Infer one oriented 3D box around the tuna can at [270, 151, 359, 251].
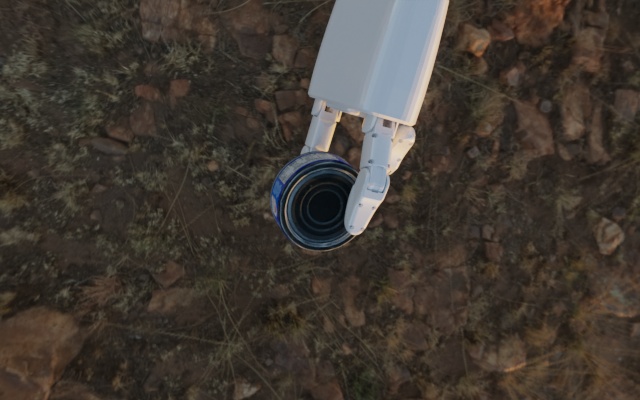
[{"bbox_3d":[0.000,0.002,0.424,0.086,0.086,0.033,0,19,-18],"label":"tuna can"}]
